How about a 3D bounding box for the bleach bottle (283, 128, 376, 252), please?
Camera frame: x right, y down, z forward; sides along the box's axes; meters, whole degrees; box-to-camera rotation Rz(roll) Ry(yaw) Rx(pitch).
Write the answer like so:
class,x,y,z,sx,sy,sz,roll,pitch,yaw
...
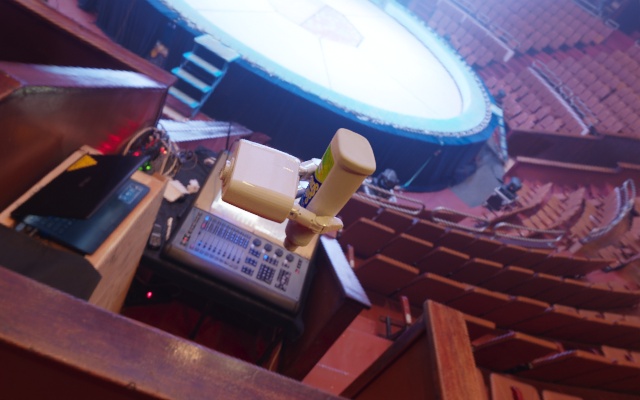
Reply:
class,x,y,z,sx,sy,sz,roll,pitch,yaw
bleach bottle,0.000,0.003,0.822,0.068,0.251,0.102,20,35,-19
